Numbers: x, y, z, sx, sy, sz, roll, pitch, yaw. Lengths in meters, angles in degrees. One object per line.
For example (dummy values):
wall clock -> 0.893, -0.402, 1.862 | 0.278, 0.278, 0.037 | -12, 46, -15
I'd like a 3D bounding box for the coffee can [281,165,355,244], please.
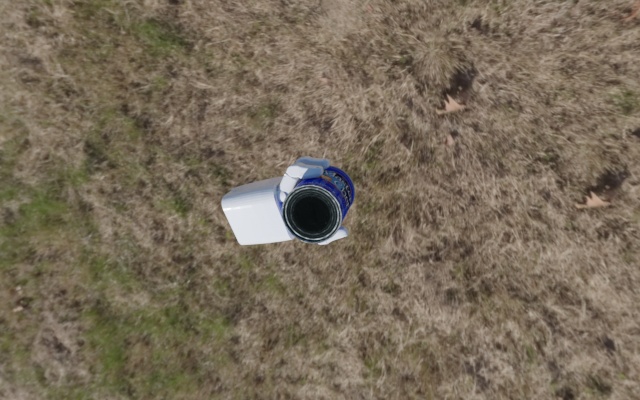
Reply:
coffee can -> 0.000, 0.003, 0.844 | 0.103, 0.103, 0.140 | 0, 17, 13
